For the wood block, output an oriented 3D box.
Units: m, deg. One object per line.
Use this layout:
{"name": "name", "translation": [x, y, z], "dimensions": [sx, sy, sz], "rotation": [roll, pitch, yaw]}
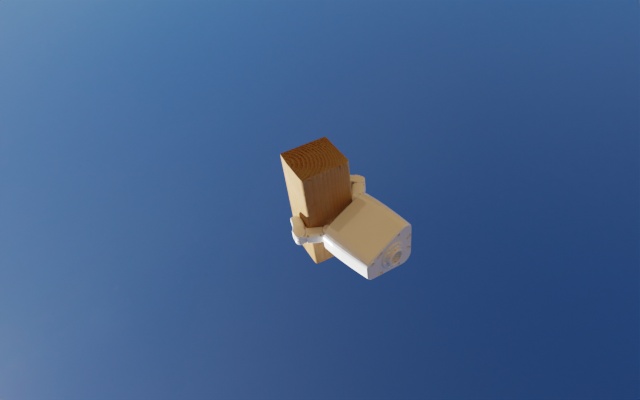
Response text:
{"name": "wood block", "translation": [0.000, 0.003, 0.863], "dimensions": [0.091, 0.206, 0.090], "rotation": [-23, 44, -16]}
